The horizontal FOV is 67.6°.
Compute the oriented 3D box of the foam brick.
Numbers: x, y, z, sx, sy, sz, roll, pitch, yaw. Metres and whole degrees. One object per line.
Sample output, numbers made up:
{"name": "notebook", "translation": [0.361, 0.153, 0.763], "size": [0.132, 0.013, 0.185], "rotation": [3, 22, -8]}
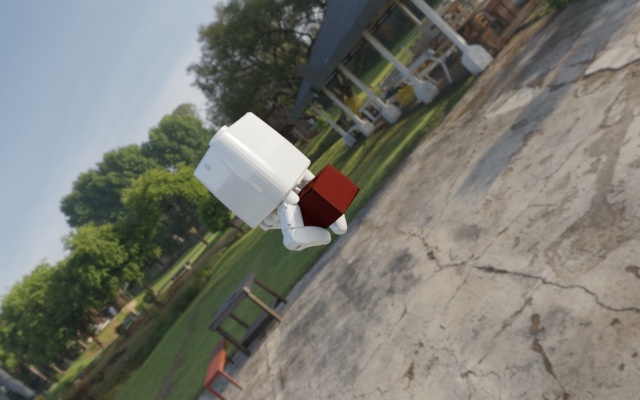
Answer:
{"name": "foam brick", "translation": [0.000, 0.002, 0.597], "size": [0.078, 0.051, 0.053], "rotation": [-41, 10, 47]}
